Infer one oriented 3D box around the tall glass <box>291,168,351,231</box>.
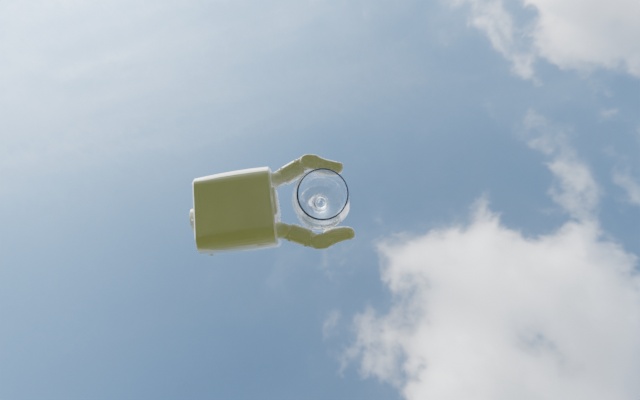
[{"bbox_3d":[0.000,0.002,0.658,0.079,0.079,0.201,0,-6,-2],"label":"tall glass"}]
